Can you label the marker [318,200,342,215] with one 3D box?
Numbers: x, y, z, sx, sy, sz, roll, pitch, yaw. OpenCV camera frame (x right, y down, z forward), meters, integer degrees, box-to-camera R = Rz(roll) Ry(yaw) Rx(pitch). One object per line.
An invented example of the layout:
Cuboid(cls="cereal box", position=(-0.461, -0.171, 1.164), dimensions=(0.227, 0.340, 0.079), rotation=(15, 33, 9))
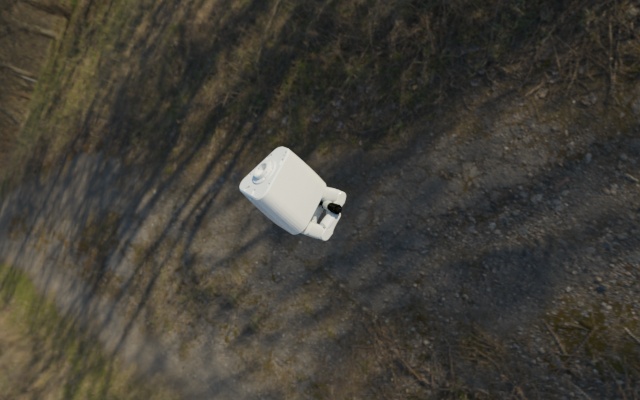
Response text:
Cuboid(cls="marker", position=(0.000, 0.003, 0.892), dimensions=(0.020, 0.020, 0.121), rotation=(0, 14, -35))
